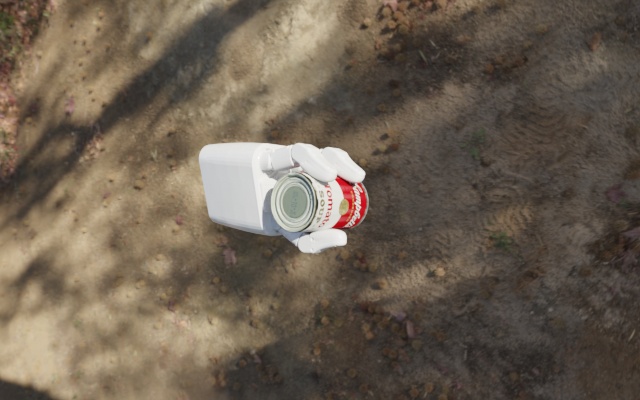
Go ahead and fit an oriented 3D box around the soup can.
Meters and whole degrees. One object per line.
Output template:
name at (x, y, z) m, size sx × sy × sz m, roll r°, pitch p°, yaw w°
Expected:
soup can at (0.000, 0.002, 0.553) m, size 0.068 × 0.068 × 0.102 m, roll 0°, pitch 0°, yaw 37°
